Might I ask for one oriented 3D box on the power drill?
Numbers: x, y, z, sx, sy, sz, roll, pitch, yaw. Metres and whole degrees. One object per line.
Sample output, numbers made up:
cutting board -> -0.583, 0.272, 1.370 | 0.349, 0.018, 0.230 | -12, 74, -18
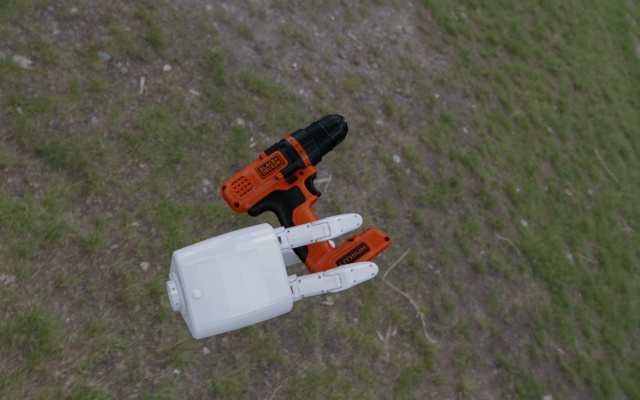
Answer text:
power drill -> 0.000, 0.002, 0.585 | 0.184, 0.187, 0.057 | -36, -13, -11
